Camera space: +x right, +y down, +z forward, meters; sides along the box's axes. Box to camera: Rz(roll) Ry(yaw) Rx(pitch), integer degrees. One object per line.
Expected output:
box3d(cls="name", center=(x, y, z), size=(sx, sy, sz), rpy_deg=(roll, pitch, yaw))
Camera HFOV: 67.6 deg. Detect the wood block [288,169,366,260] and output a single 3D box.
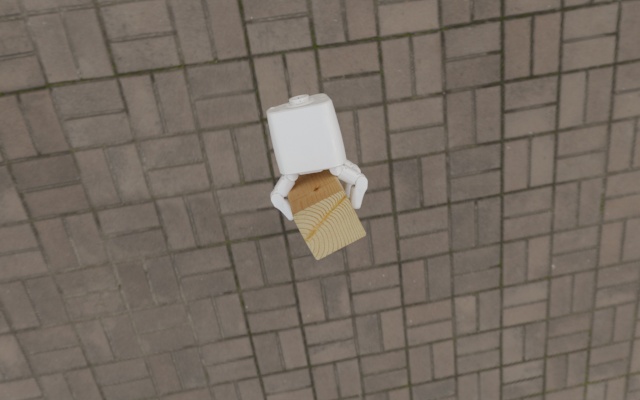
box3d(cls="wood block", center=(0.000, 0.003, 0.826), size=(0.091, 0.090, 0.206), rpy_deg=(-27, 22, 3))
